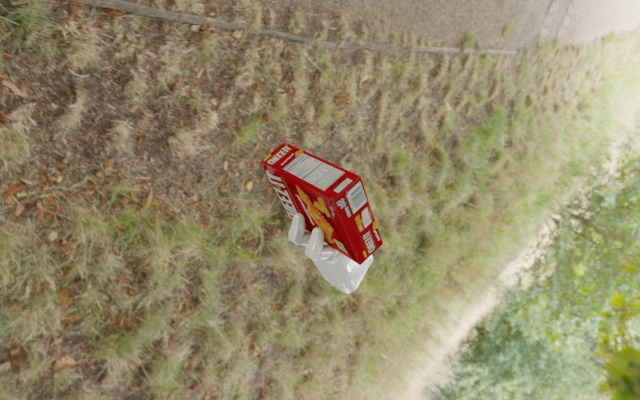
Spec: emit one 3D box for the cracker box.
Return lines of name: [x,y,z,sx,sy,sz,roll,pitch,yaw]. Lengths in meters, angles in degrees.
cracker box: [0.000,0.003,0.866,0.072,0.164,0.213,-41,42,-20]
